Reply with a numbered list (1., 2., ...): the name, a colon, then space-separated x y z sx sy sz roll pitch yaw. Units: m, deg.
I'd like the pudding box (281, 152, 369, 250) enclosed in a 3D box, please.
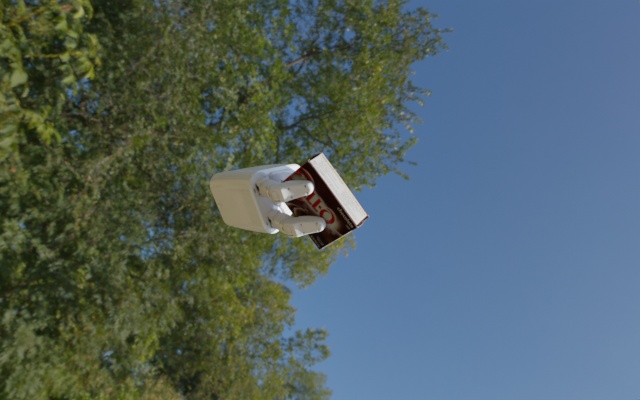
1. pudding box: 0.000 0.002 0.664 0.039 0.113 0.090 -40 3 -43
